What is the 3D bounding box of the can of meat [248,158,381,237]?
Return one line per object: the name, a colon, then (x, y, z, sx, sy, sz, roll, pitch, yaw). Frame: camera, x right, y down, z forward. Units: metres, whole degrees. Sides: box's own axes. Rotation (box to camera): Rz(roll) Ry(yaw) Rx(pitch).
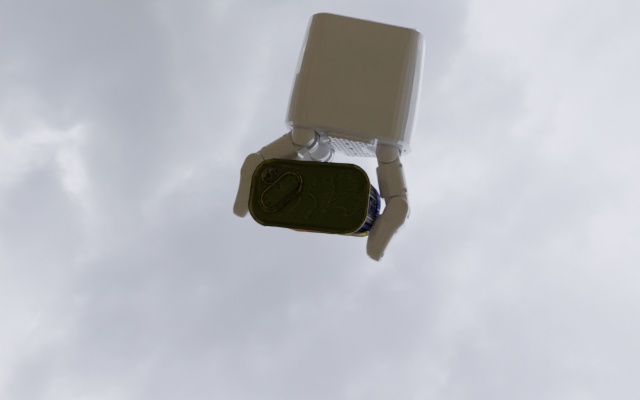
can of meat: (0.000, 0.002, 0.425, 0.102, 0.057, 0.084, 5, -7, 16)
